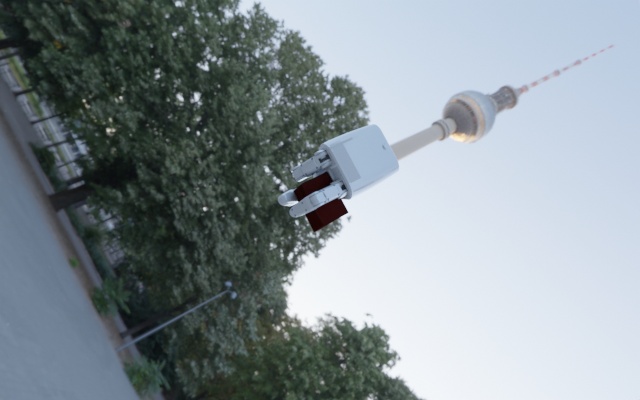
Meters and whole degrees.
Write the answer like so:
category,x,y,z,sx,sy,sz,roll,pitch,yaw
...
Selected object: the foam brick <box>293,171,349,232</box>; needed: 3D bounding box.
category,x,y,z,sx,sy,sz,roll,pitch,yaw
foam brick,0.000,0.003,0.773,0.051,0.078,0.053,-26,-3,-23
